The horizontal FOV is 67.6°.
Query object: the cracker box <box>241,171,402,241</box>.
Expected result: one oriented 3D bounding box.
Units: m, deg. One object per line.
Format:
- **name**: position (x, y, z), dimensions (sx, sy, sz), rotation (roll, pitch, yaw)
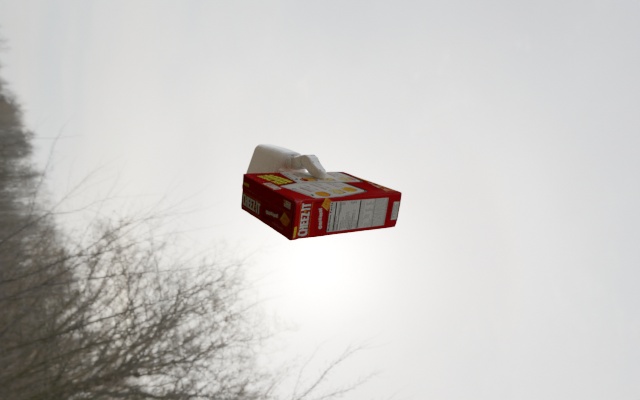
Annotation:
- **cracker box**: position (0.000, 0.002, 0.793), dimensions (0.213, 0.072, 0.164), rotation (-5, 18, -36)
